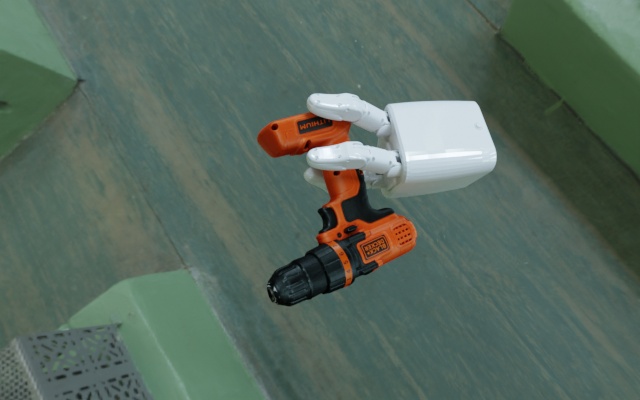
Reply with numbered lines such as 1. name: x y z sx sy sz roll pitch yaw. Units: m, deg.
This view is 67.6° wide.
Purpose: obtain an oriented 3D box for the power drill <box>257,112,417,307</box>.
1. power drill: 0.000 0.001 0.516 0.184 0.187 0.057 -20 -3 -30
